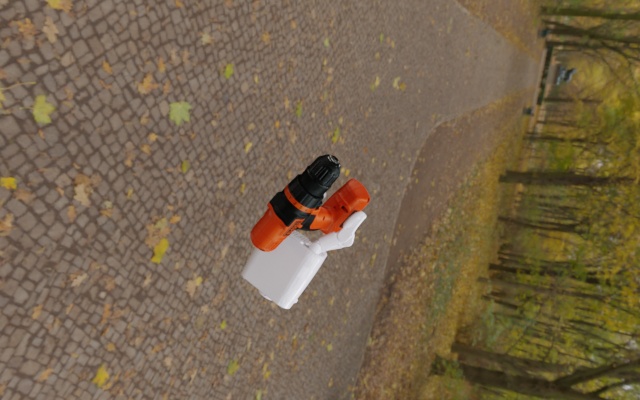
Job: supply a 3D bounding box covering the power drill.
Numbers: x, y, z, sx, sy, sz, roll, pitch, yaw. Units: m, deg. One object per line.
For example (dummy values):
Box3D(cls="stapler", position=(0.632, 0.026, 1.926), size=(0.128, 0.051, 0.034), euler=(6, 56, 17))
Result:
Box3D(cls="power drill", position=(0.000, 0.003, 0.738), size=(0.184, 0.057, 0.187), euler=(-45, -23, 26))
